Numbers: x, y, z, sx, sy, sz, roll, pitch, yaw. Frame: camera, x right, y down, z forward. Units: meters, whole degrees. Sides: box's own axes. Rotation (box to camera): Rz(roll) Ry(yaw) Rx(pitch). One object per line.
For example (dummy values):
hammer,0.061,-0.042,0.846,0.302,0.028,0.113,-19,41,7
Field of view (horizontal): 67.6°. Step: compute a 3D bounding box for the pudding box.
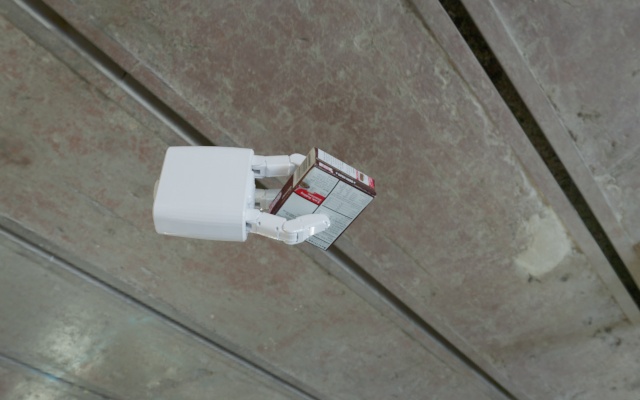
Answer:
pudding box,0.000,0.002,0.585,0.090,0.039,0.113,26,-54,-20
